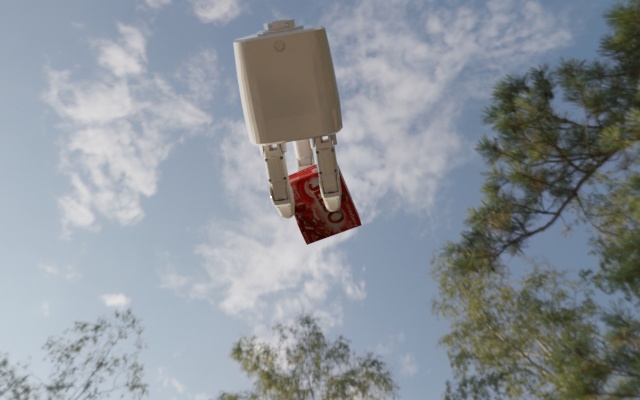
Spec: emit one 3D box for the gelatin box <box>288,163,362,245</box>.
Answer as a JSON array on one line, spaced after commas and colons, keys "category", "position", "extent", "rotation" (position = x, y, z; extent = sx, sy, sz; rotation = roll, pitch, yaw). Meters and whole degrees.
[{"category": "gelatin box", "position": [0.000, 0.002, 0.574], "extent": [0.073, 0.089, 0.030], "rotation": [-20, 27, 7]}]
